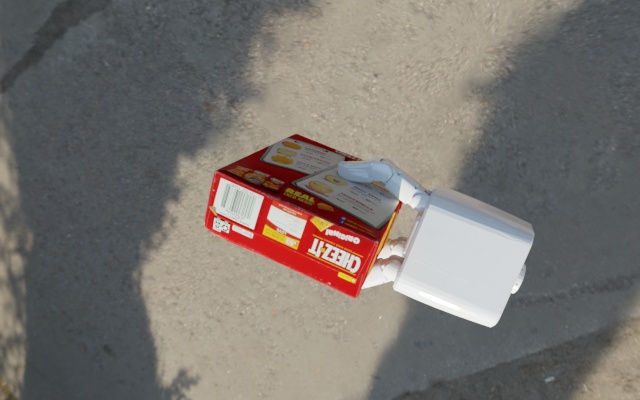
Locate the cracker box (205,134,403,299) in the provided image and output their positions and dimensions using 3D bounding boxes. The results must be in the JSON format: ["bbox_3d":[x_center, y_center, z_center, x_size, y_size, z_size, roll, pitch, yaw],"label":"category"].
[{"bbox_3d":[0.000,0.002,0.523,0.164,0.072,0.213,23,22,10],"label":"cracker box"}]
